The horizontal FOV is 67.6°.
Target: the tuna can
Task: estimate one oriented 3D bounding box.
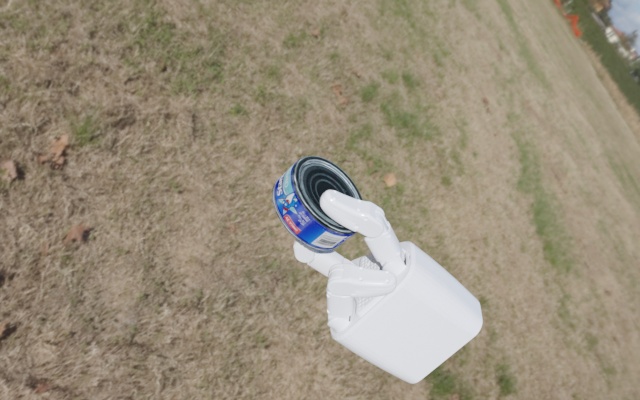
[{"bbox_3d":[0.000,0.001,0.440,0.086,0.086,0.034,0,-32,-46],"label":"tuna can"}]
